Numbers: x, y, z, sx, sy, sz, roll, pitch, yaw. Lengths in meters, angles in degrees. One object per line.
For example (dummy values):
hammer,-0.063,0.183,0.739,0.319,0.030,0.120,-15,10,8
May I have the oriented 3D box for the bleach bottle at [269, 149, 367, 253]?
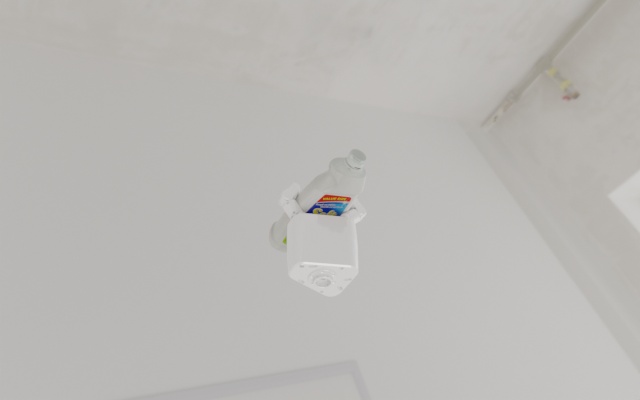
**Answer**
bleach bottle,0.000,0.003,0.862,0.102,0.068,0.251,18,-49,-19
